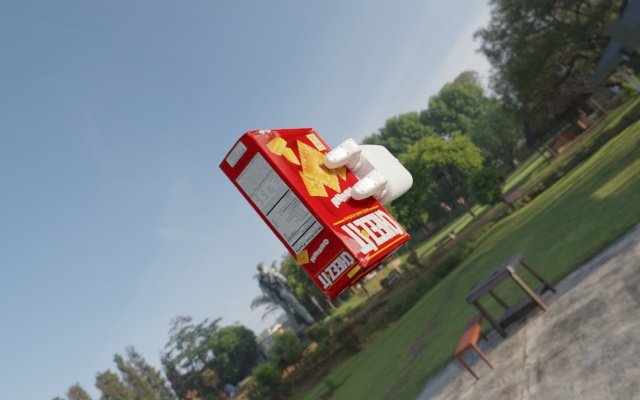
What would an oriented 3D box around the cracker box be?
[{"bbox_3d":[0.000,0.002,0.611,0.072,0.213,0.164,-48,-15,26],"label":"cracker box"}]
